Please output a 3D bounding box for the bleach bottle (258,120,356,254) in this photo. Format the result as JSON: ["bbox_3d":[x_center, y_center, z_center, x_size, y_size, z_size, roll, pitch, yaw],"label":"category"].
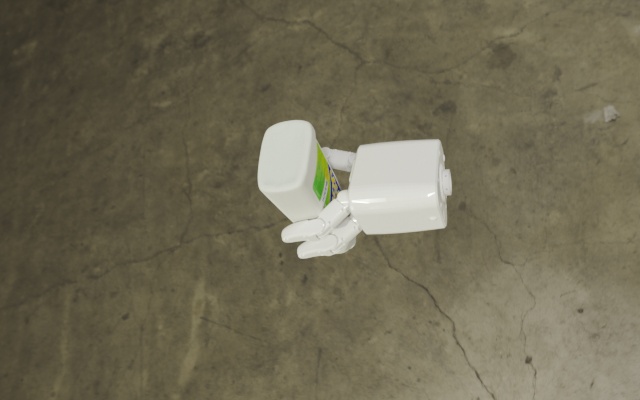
[{"bbox_3d":[0.000,0.002,0.658,0.068,0.102,0.251,-4,-28,21],"label":"bleach bottle"}]
